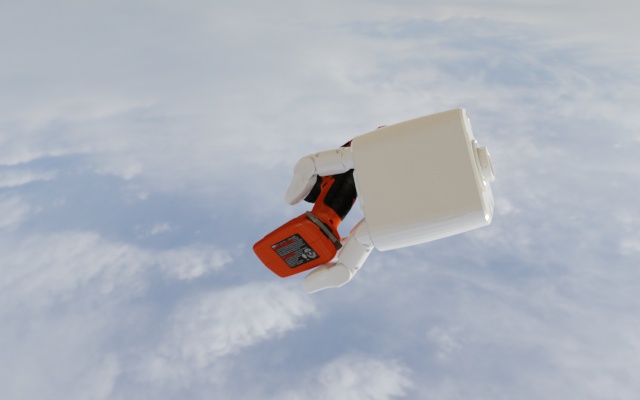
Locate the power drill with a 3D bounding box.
[{"bbox_3d":[0.000,0.002,0.560,0.184,0.057,0.187,-31,19,48],"label":"power drill"}]
